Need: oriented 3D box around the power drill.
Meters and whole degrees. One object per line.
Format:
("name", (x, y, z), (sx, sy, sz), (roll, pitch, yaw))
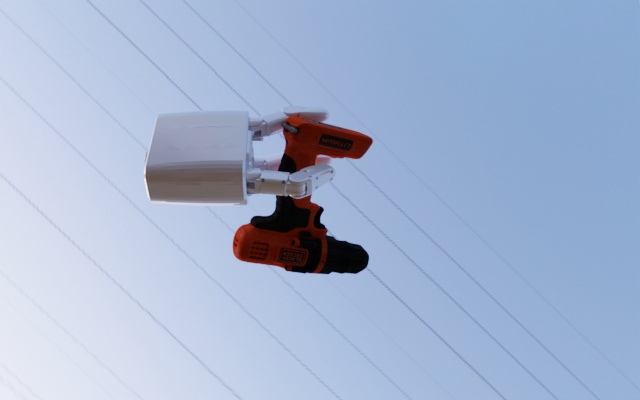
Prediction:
("power drill", (0.000, 0.001, 0.586), (0.184, 0.188, 0.057), (11, 12, -27))
